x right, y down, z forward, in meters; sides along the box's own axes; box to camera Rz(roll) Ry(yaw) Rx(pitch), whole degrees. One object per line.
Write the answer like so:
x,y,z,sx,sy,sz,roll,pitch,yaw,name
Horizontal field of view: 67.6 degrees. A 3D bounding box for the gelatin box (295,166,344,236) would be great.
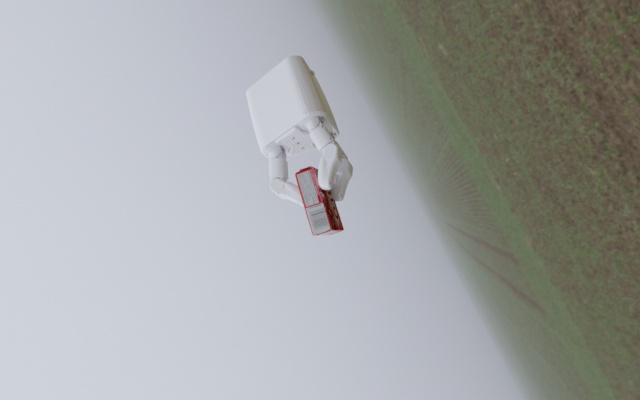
0.000,0.003,0.649,0.030,0.089,0.073,-18,-8,13,gelatin box
